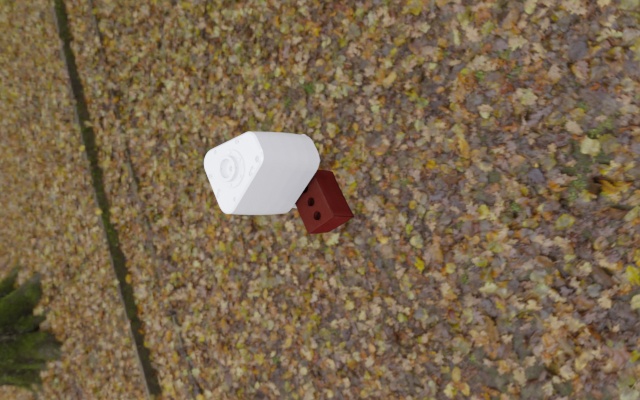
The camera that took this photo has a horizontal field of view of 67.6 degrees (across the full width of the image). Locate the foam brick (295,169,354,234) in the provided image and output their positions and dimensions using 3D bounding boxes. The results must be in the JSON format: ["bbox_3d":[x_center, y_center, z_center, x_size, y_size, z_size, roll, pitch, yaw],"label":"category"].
[{"bbox_3d":[0.000,0.002,0.678,0.053,0.078,0.051,-36,-20,30],"label":"foam brick"}]
